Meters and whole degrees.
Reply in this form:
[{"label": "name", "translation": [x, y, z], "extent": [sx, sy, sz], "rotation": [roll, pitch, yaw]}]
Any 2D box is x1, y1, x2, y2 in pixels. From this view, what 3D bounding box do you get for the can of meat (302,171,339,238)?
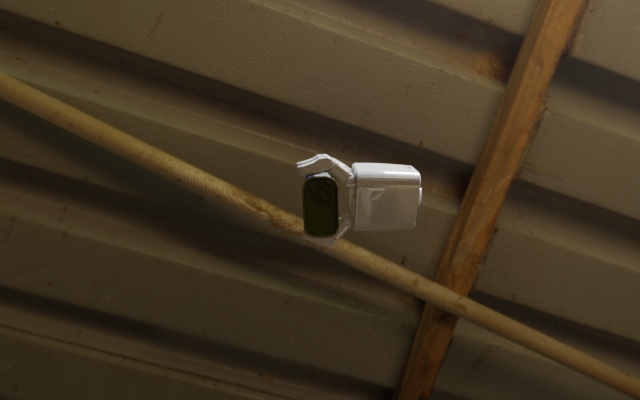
[{"label": "can of meat", "translation": [0.000, 0.003, 0.808], "extent": [0.057, 0.102, 0.084], "rotation": [-2, 13, 0]}]
